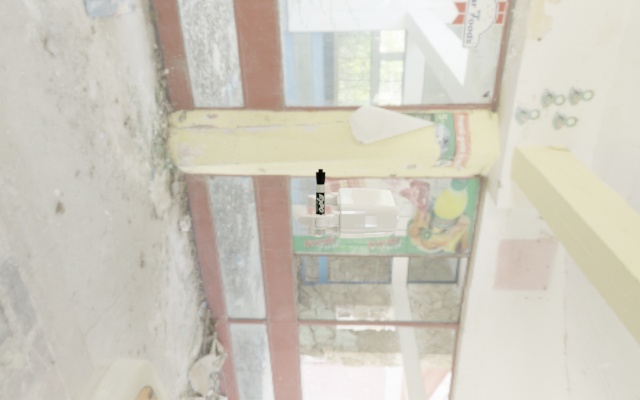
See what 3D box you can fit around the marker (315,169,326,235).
[{"bbox_3d":[0.000,0.003,0.870,0.020,0.121,0.020,0,8,0],"label":"marker"}]
